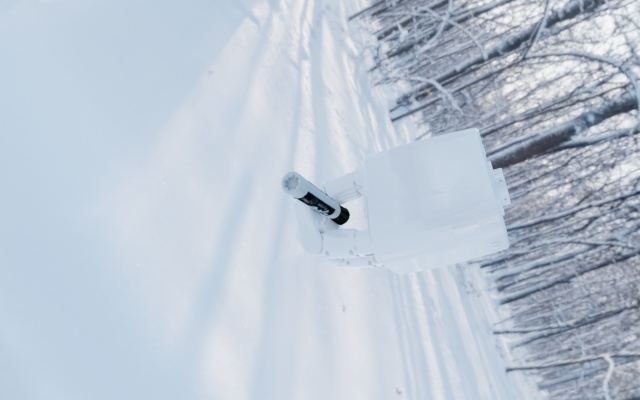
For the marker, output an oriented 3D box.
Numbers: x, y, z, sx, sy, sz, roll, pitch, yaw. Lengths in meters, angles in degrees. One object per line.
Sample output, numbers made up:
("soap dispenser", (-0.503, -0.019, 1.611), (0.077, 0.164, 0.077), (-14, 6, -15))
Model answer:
("marker", (0.000, 0.001, 0.436), (0.020, 0.020, 0.121), (0, -16, 24))
